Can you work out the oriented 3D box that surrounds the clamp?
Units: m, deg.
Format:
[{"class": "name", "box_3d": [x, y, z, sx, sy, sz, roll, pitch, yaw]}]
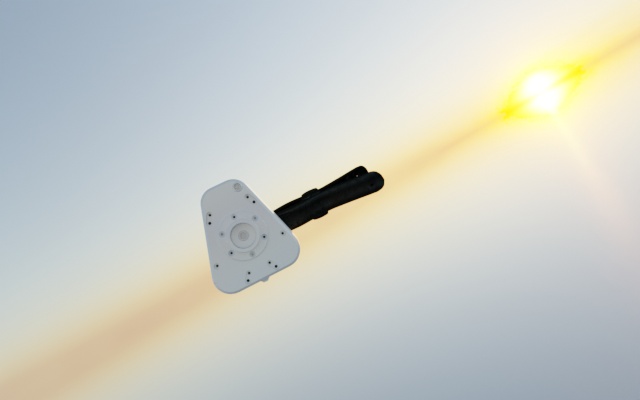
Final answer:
[{"class": "clamp", "box_3d": [0.000, 0.001, 0.590, 0.171, 0.039, 0.120, -30, 3, -8]}]
